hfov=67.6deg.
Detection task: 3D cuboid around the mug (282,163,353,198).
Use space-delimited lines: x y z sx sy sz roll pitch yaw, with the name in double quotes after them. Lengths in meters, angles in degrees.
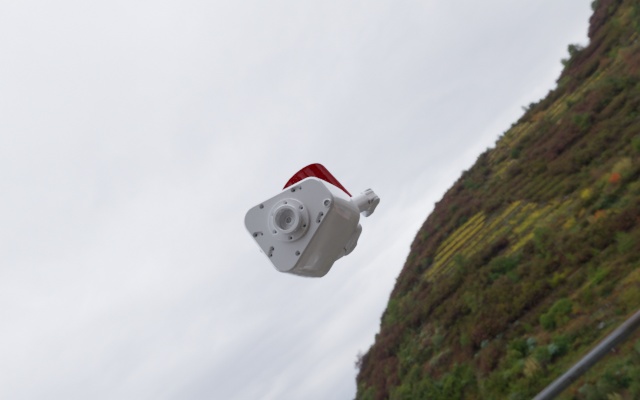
0.000 0.002 0.703 0.093 0.081 0.117 -44 -20 6 "mug"
